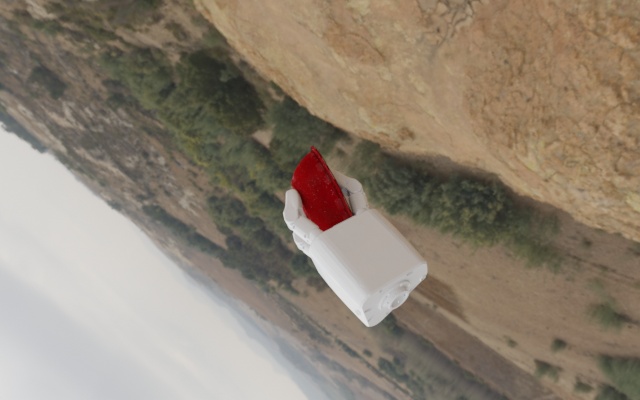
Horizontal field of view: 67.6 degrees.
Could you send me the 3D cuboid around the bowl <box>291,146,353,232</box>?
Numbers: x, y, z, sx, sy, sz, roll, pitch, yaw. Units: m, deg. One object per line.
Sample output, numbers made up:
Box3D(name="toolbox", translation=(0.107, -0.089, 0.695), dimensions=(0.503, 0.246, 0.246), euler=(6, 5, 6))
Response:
Box3D(name="bowl", translation=(-0.001, 0.002, 0.712), dimensions=(0.055, 0.162, 0.162), euler=(-26, 2, -4))
